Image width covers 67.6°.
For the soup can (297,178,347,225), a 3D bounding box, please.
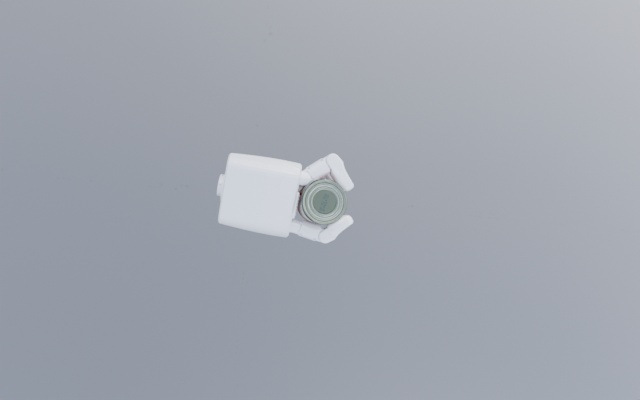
[{"bbox_3d":[0.001,0.003,0.725,0.068,0.068,0.102,0,-1,-7],"label":"soup can"}]
